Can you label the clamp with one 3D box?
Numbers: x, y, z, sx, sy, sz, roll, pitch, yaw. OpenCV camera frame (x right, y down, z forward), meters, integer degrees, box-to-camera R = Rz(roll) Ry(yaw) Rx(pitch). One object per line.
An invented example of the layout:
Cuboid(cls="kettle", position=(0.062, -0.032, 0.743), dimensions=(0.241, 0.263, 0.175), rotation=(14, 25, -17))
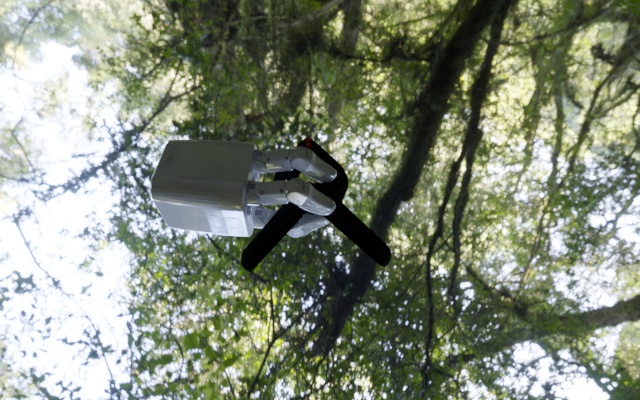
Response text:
Cuboid(cls="clamp", position=(0.000, 0.002, 0.583), dimensions=(0.164, 0.209, 0.036), rotation=(4, -43, -1))
